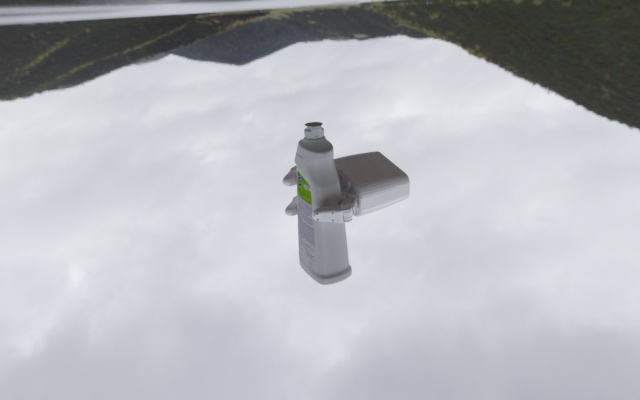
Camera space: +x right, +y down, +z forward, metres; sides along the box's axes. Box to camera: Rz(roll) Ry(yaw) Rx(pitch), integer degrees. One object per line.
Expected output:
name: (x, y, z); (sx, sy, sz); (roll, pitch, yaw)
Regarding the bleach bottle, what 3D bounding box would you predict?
bleach bottle: (0.000, 0.003, 0.763); (0.068, 0.251, 0.102); (-15, 26, -27)
